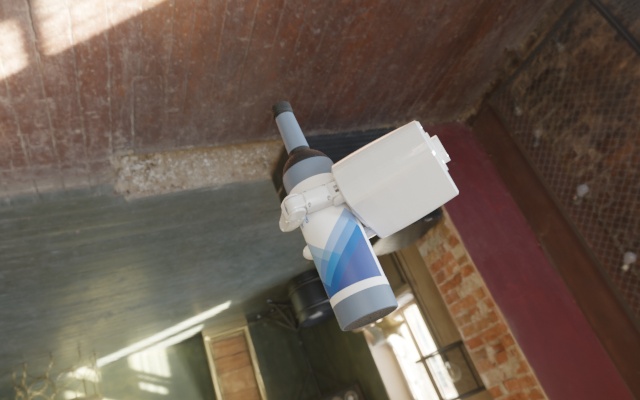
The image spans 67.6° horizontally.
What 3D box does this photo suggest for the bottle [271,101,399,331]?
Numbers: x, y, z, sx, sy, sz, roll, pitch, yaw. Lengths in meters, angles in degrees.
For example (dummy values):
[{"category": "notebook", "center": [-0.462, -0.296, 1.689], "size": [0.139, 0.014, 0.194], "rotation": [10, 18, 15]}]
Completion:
[{"category": "bottle", "center": [0.000, 0.002, 0.566], "size": [0.069, 0.295, 0.069], "rotation": [-19, -24, -9]}]
